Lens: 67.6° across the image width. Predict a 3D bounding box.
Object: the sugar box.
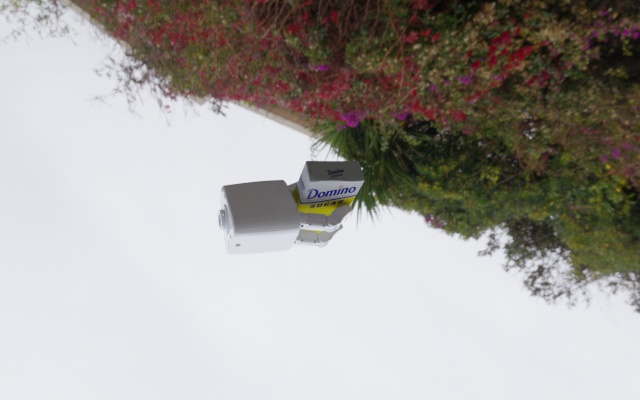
[{"bbox_3d":[0.000,0.003,0.802,0.093,0.048,0.176,-2,-31,-19],"label":"sugar box"}]
